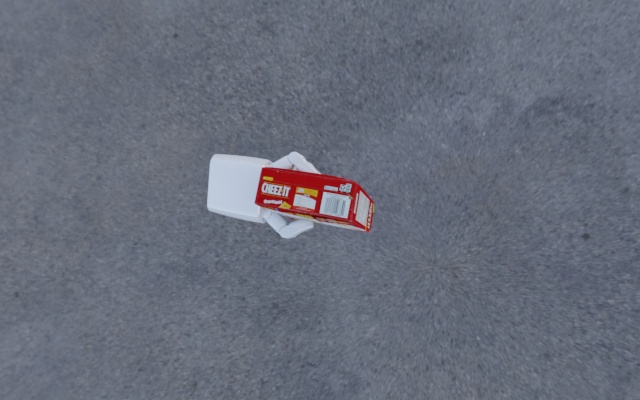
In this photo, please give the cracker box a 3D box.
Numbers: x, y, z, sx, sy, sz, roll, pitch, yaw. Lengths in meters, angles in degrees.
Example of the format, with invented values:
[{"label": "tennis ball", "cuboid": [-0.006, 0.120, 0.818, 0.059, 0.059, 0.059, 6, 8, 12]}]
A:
[{"label": "cracker box", "cuboid": [0.000, 0.003, 0.846, 0.164, 0.072, 0.214, 10, -5, 15]}]
